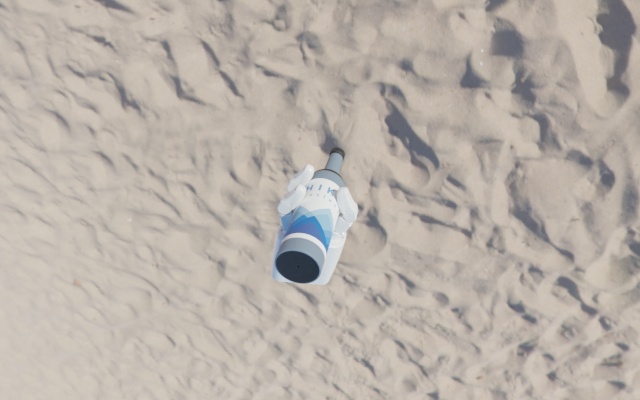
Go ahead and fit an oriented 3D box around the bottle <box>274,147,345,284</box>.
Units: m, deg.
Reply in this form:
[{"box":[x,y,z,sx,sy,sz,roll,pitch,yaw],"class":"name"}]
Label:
[{"box":[0.000,0.003,0.764,0.069,0.069,0.295,0,37,16],"class":"bottle"}]
